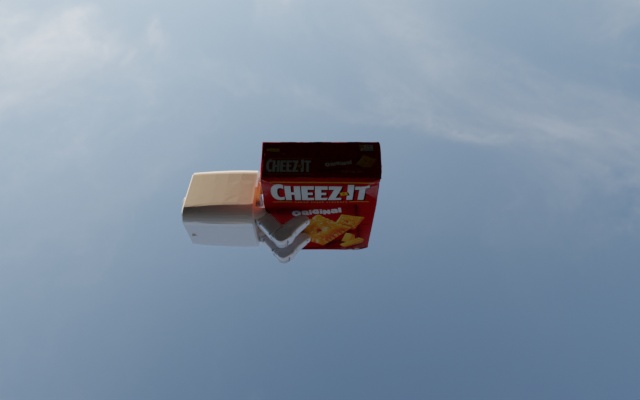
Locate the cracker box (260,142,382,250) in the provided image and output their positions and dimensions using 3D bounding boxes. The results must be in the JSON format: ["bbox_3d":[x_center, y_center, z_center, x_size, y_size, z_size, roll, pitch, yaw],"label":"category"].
[{"bbox_3d":[0.000,0.002,0.728,0.164,0.072,0.214,0,-31,-1],"label":"cracker box"}]
